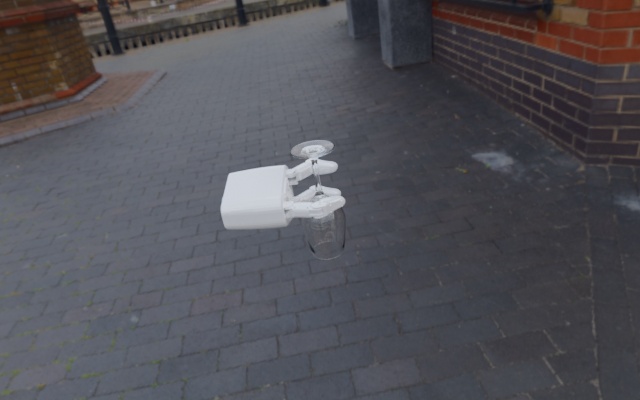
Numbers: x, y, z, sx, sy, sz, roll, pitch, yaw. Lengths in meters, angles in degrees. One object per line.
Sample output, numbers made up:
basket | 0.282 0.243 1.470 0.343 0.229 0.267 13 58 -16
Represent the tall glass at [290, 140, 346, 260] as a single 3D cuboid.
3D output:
tall glass | 0.000 0.002 0.827 0.079 0.201 0.079 -7 27 4
